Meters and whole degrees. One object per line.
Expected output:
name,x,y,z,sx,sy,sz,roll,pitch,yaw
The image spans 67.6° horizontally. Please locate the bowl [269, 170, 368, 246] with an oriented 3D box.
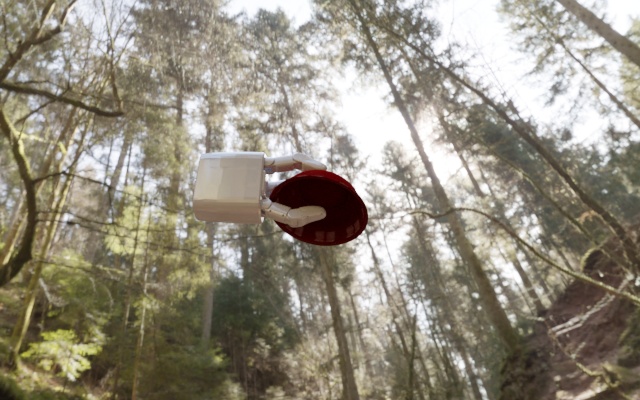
bowl,0.001,0.003,0.776,0.162,0.055,0.162,7,-44,7
